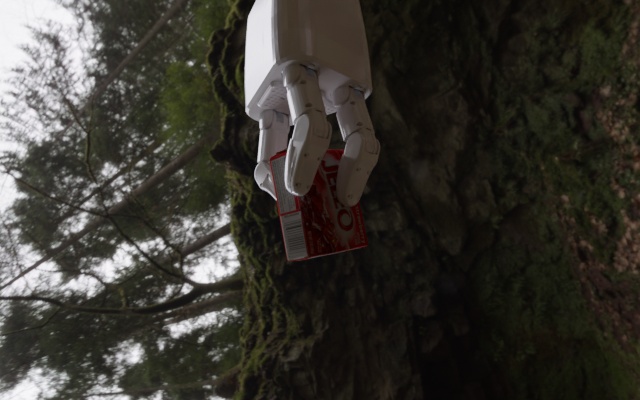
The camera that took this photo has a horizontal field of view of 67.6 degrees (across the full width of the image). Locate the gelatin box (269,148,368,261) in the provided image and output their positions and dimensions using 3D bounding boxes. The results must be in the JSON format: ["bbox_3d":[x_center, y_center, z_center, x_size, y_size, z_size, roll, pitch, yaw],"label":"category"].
[{"bbox_3d":[0.000,0.002,0.402,0.073,0.089,0.030,-5,-7,-46],"label":"gelatin box"}]
